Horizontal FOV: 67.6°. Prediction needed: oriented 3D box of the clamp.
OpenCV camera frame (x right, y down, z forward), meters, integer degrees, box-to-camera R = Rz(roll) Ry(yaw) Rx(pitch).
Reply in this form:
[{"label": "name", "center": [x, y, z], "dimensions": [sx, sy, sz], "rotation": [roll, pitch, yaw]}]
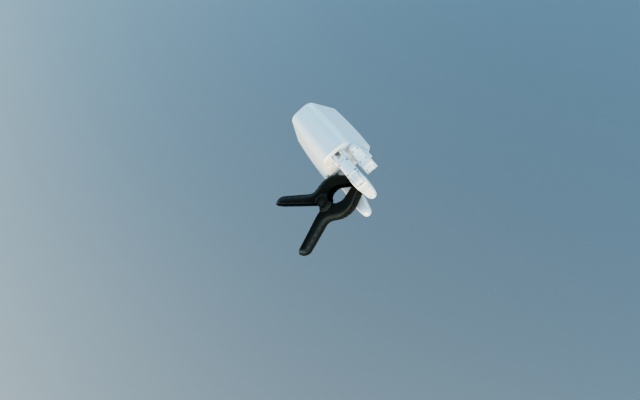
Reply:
[{"label": "clamp", "center": [0.000, 0.003, 0.843], "dimensions": [0.171, 0.120, 0.039], "rotation": [-41, -20, 9]}]
